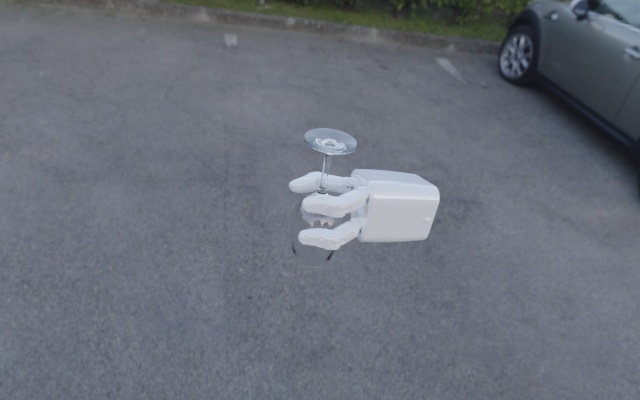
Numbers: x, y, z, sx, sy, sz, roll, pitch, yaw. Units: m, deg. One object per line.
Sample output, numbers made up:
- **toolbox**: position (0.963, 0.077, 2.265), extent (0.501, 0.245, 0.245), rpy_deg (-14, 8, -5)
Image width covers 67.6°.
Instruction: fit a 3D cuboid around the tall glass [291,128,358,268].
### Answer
- **tall glass**: position (0.000, 0.002, 0.693), extent (0.079, 0.201, 0.079), rpy_deg (7, 32, -5)
